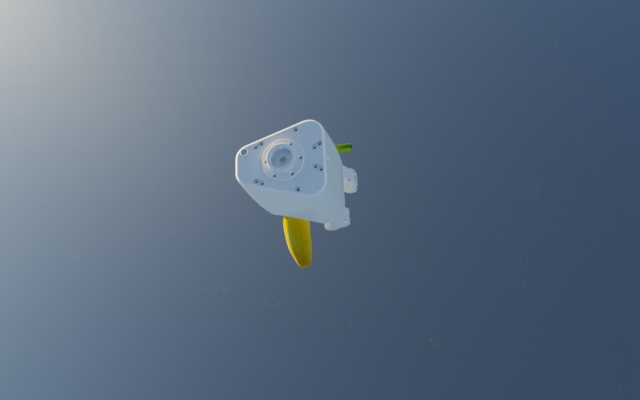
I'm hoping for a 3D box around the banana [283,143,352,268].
[{"bbox_3d":[-0.016,-0.007,0.675,0.069,0.197,0.037,19,-15,6],"label":"banana"}]
